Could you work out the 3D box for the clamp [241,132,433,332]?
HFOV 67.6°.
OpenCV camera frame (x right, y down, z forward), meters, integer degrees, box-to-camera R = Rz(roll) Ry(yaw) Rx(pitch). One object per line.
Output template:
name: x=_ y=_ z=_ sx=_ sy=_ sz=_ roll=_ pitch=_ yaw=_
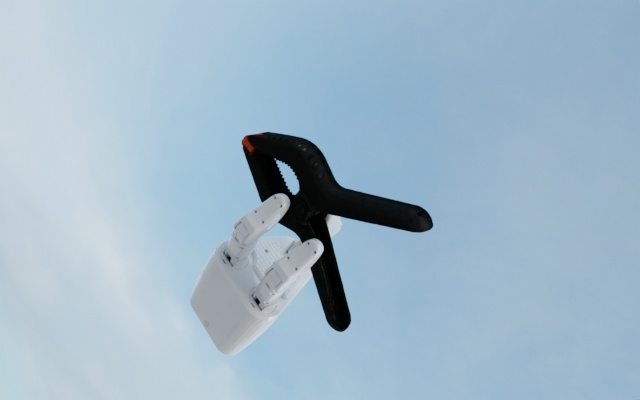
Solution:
clamp: x=0.000 y=0.001 z=0.448 sx=0.036 sy=0.210 sz=0.165 roll=-18 pitch=-25 yaw=-46
